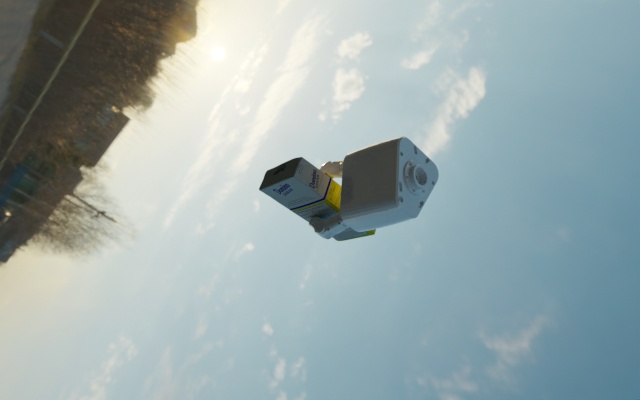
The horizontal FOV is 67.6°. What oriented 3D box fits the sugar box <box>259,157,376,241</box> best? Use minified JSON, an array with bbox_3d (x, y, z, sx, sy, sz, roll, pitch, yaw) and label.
[{"bbox_3d":[0.000,0.002,0.756,0.176,0.048,0.093,38,-33,-28],"label":"sugar box"}]
